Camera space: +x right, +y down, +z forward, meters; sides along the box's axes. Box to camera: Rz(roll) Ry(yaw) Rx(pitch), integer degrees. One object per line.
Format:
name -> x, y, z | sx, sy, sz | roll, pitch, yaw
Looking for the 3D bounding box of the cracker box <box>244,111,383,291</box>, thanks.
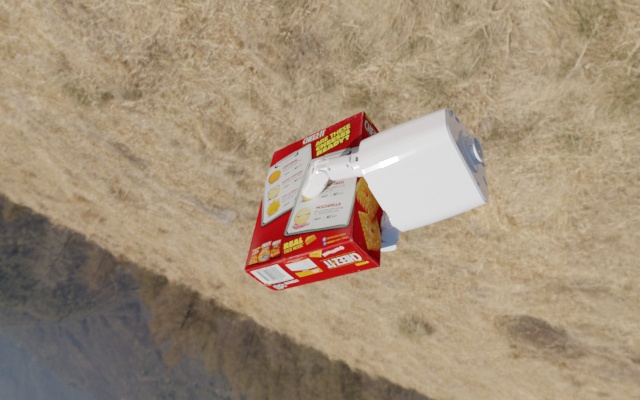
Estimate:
cracker box -> 0.000, 0.002, 0.636 | 0.164, 0.213, 0.072 | -20, -47, 31
